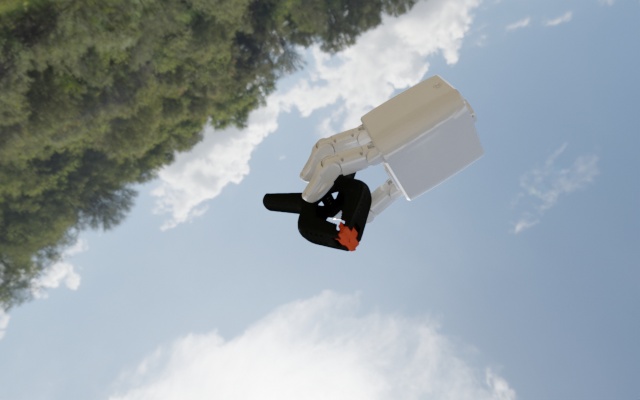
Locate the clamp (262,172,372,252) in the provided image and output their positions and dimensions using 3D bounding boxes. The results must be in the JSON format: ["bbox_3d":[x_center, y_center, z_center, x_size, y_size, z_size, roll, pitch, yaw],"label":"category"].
[{"bbox_3d":[0.001,0.003,0.580,0.164,0.036,0.209,-32,28,11],"label":"clamp"}]
